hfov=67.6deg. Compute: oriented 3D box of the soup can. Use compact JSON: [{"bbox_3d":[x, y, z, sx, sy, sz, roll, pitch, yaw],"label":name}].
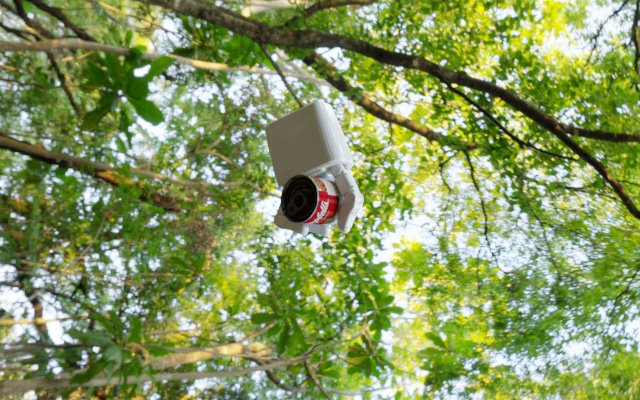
[{"bbox_3d":[0.001,0.003,0.700,0.068,0.068,0.102,0,-5,38],"label":"soup can"}]
